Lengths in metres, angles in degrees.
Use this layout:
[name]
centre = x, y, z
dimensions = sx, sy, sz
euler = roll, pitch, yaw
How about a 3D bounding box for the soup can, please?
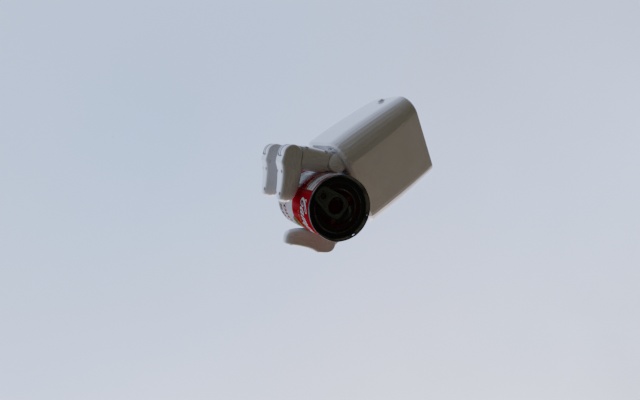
[soup can]
centre = 0.000, 0.002, 0.521
dimensions = 0.068, 0.068, 0.102
euler = 0, 7, -23
